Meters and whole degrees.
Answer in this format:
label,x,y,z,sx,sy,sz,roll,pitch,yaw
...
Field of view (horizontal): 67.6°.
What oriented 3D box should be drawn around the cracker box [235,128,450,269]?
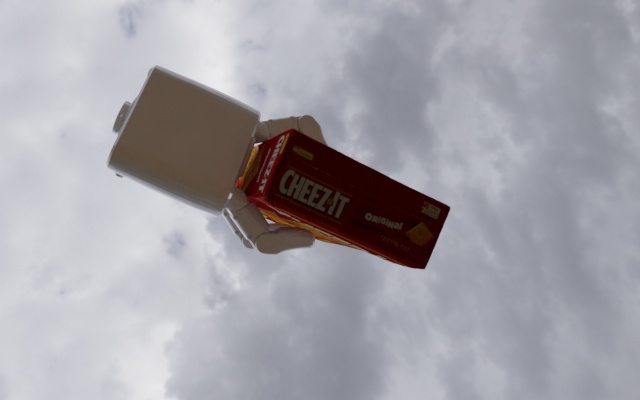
label,x,y,z,sx,sy,sz,roll,pitch,yaw
cracker box,0.000,0.001,0.497,0.164,0.072,0.213,24,-6,-18
